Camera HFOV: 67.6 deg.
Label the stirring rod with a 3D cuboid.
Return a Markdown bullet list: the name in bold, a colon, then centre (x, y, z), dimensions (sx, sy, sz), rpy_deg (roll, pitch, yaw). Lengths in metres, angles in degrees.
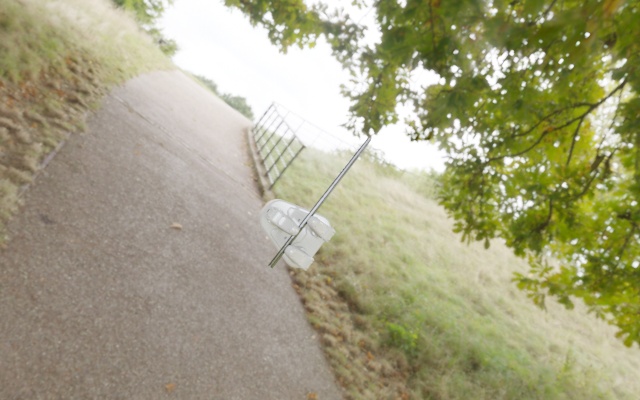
- **stirring rod**: centre (0.000, 0.002, 0.707), dimensions (0.011, 0.239, 0.011), rpy_deg (38, -5, 4)
